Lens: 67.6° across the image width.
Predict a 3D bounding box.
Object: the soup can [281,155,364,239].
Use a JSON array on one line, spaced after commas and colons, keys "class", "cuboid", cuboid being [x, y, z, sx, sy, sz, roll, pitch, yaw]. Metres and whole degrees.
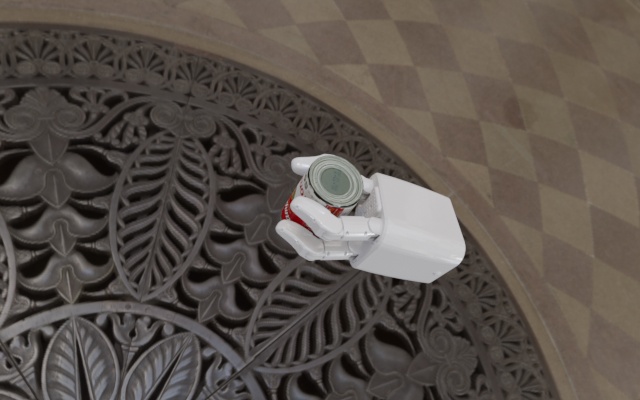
[{"class": "soup can", "cuboid": [0.000, 0.001, 0.561, 0.068, 0.068, 0.102, 0, -29, -24]}]
